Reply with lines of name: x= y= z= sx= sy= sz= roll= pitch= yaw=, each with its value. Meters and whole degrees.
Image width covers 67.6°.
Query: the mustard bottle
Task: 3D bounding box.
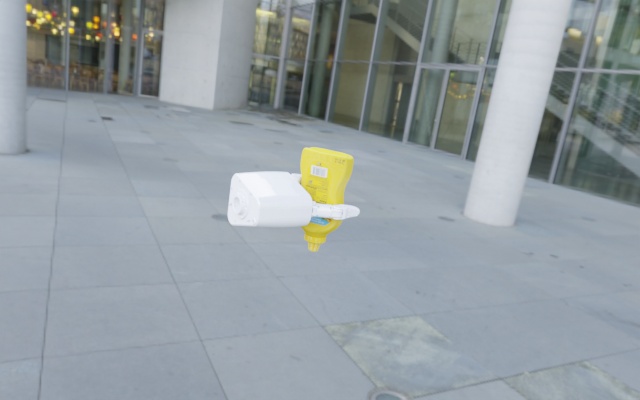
mustard bottle: x=0.000 y=0.003 z=0.885 sx=0.096 sy=0.192 sz=0.058 roll=15 pitch=14 yaw=25
